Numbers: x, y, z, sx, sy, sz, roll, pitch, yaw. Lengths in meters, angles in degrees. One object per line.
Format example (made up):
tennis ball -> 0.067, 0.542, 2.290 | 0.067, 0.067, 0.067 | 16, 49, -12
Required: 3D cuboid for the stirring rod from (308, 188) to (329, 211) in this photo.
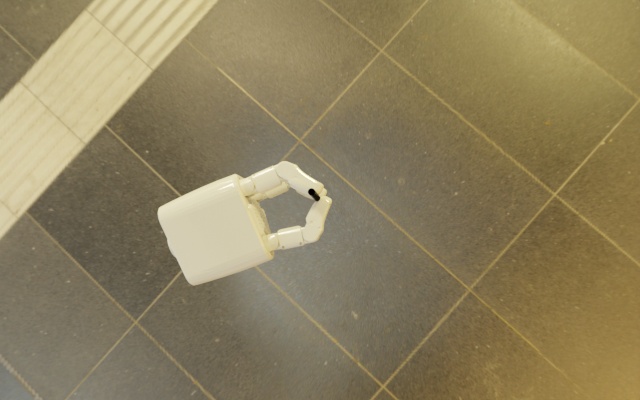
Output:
stirring rod -> 0.000, 0.002, 0.638 | 0.011, 0.011, 0.239 | 0, -6, 5
